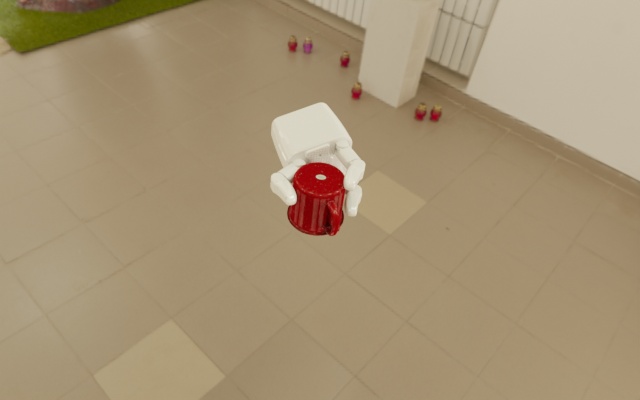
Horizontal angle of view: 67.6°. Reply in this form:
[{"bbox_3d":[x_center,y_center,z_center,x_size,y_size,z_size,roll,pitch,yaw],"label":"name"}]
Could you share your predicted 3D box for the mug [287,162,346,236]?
[{"bbox_3d":[0.001,0.003,0.738,0.093,0.082,0.117,-11,47,-18],"label":"mug"}]
